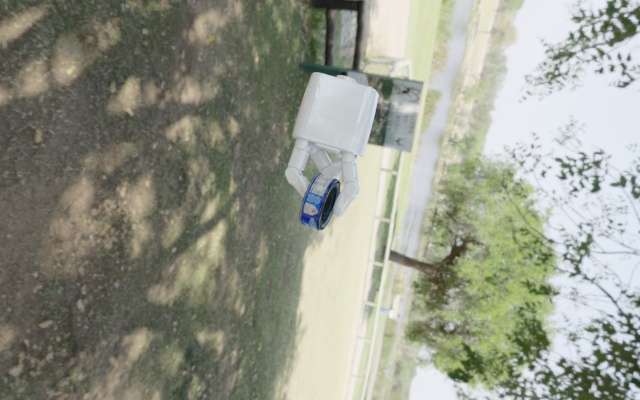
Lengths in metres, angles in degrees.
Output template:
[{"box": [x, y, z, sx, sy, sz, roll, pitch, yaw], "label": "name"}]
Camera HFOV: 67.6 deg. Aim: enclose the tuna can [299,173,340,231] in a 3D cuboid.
[{"box": [0.001, 0.003, 0.739, 0.034, 0.086, 0.086, 20, 5, 14], "label": "tuna can"}]
